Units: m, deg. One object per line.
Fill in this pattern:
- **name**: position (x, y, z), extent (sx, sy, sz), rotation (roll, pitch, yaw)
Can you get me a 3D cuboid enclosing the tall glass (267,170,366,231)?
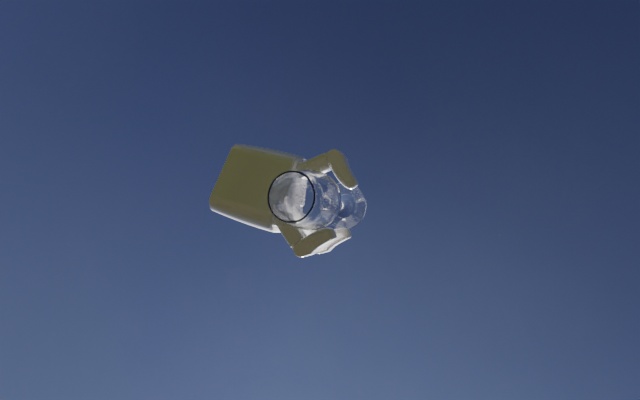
- **tall glass**: position (0.000, 0.002, 0.652), extent (0.079, 0.079, 0.201), rotation (0, -4, 20)
